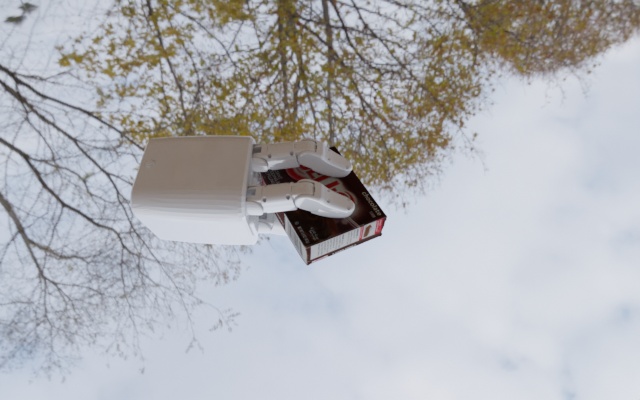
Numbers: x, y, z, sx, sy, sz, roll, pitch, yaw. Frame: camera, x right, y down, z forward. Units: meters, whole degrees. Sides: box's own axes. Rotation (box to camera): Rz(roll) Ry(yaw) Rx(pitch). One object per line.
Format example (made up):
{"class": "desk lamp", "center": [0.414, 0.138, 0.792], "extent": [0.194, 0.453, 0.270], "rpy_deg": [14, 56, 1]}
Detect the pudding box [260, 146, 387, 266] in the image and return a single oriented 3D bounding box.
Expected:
{"class": "pudding box", "center": [0.000, 0.002, 0.491], "extent": [0.090, 0.113, 0.039], "rpy_deg": [-20, -34, -18]}
